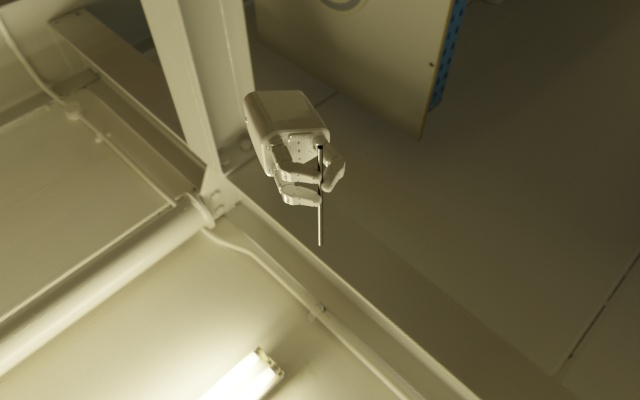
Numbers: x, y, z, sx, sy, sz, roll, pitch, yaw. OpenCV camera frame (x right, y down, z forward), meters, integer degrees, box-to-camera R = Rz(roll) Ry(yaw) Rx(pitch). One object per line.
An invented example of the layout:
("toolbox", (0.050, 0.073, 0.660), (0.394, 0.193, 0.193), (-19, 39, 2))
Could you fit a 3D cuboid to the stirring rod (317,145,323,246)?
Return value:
("stirring rod", (0.000, 0.002, 0.724), (0.011, 0.011, 0.240), (0, -37, 0))
